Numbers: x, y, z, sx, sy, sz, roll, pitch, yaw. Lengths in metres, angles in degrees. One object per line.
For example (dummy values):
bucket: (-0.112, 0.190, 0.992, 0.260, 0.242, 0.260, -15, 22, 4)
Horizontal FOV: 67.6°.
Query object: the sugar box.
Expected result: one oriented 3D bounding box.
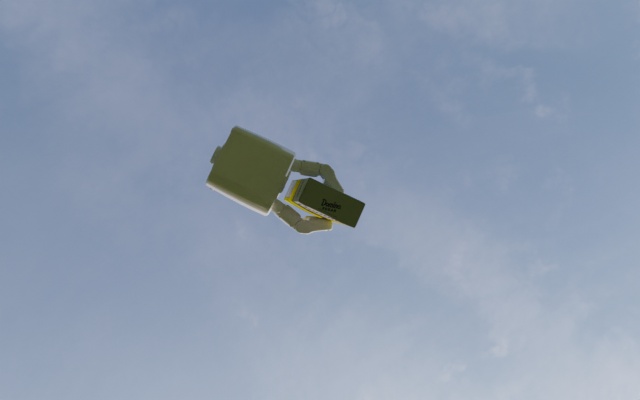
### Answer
sugar box: (0.000, 0.003, 0.753, 0.093, 0.048, 0.176, 25, -1, -10)
